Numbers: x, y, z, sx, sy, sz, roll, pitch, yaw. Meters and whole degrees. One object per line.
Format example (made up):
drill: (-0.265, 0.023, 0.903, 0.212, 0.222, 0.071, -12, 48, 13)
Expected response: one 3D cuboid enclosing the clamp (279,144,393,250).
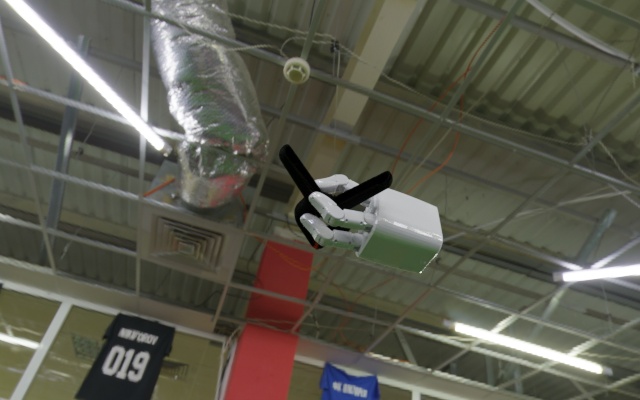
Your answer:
clamp: (0.000, 0.002, 0.741, 0.164, 0.036, 0.210, 20, -41, -3)
